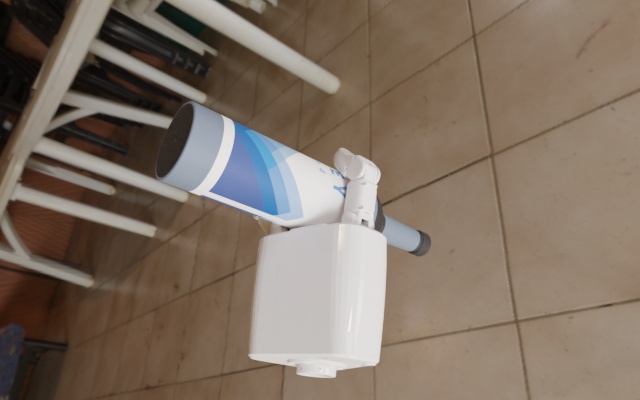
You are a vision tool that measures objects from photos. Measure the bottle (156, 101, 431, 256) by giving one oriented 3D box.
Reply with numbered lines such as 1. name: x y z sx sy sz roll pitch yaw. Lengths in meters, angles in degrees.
1. bottle: 0.000 0.001 0.449 0.296 0.069 0.069 23 -13 -34
